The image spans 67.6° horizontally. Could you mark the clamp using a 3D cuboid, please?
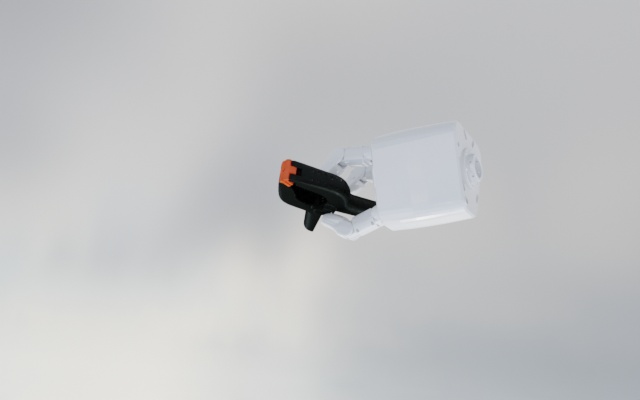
[{"bbox_3d":[0.000,0.003,0.649,0.164,0.036,0.210,-10,-25,35],"label":"clamp"}]
